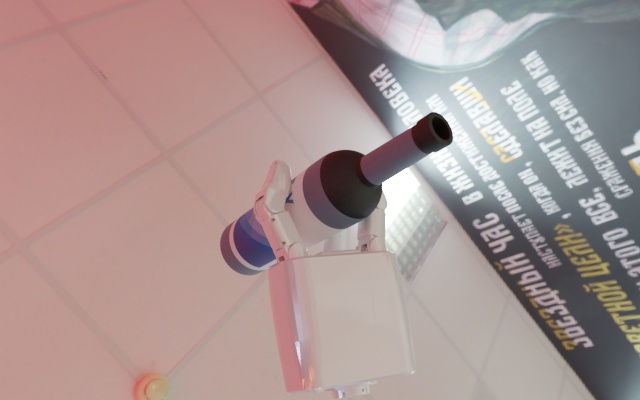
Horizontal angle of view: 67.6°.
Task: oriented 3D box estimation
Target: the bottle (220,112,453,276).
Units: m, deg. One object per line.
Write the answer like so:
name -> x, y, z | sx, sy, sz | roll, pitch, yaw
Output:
bottle -> 0.000, 0.001, 0.449 | 0.069, 0.069, 0.296 | 0, -21, -39
